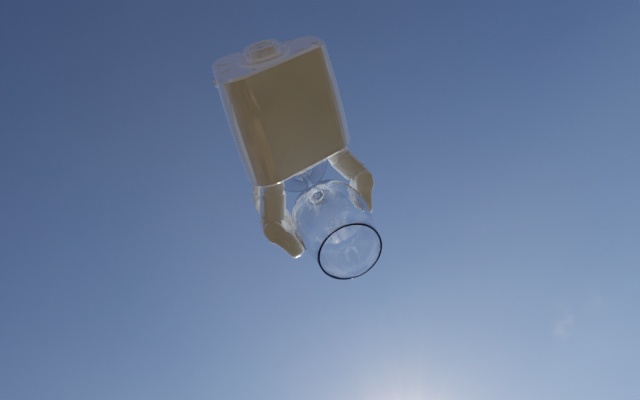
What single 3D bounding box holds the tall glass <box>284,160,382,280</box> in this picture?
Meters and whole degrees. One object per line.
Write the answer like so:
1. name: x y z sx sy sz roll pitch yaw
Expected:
1. tall glass: 0.000 0.001 0.516 0.079 0.079 0.201 0 28 -18
